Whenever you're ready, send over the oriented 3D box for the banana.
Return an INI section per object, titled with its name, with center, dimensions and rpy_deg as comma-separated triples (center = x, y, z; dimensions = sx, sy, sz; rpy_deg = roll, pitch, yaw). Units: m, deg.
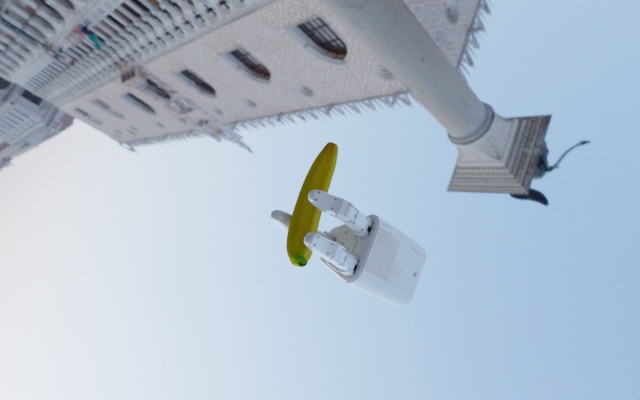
[banana]
center = -0.011, 0.012, 0.633
dimensions = 0.037, 0.197, 0.070
rpy_deg = 28, -37, -22
